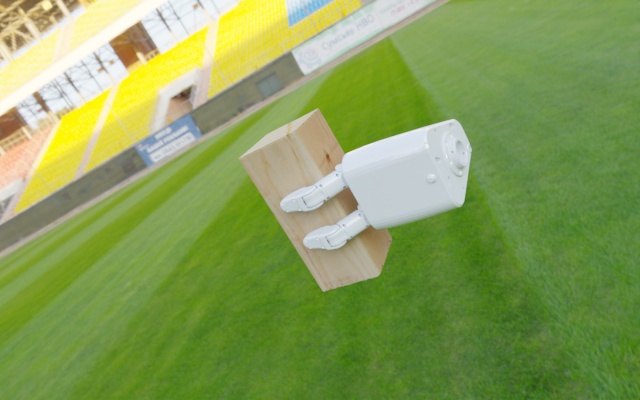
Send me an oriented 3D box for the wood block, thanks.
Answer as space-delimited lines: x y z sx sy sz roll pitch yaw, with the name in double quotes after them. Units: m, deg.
0.000 0.002 0.614 0.090 0.206 0.090 -22 18 29 "wood block"
